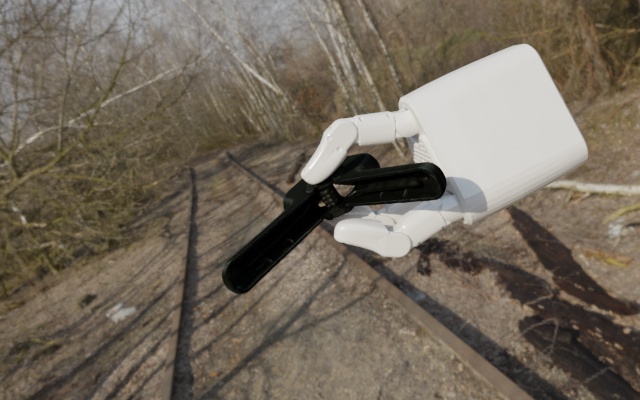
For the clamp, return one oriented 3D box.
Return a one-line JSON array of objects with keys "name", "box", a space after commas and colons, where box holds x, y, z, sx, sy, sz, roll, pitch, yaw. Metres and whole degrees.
[{"name": "clamp", "box": [0.000, 0.000, 0.401, 0.164, 0.036, 0.210, -27, 13, 2]}]
